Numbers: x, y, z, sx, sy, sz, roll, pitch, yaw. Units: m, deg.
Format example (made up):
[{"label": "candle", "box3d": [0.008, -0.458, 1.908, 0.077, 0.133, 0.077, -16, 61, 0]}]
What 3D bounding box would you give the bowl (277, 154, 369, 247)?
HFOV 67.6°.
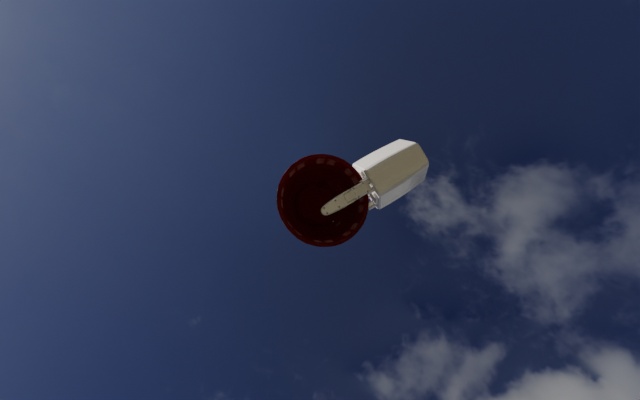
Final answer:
[{"label": "bowl", "box3d": [-0.001, 0.003, 0.839, 0.162, 0.162, 0.055, 0, -9, -13]}]
